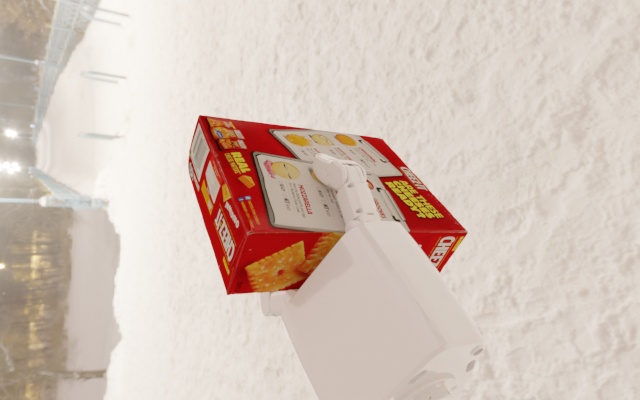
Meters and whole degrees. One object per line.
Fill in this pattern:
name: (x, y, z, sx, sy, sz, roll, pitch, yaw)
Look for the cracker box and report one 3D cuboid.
cracker box: (0.000, 0.001, 0.443, 0.214, 0.072, 0.164, 3, 37, -31)
